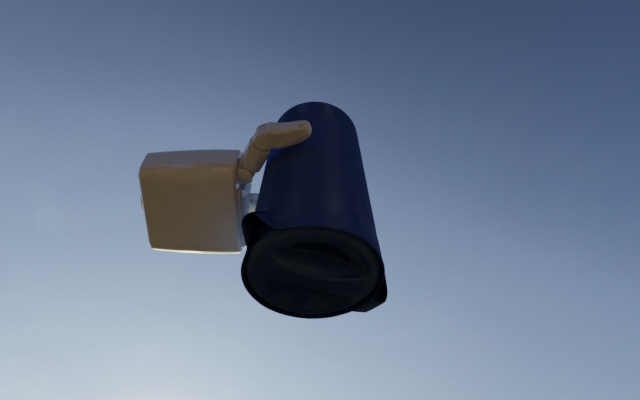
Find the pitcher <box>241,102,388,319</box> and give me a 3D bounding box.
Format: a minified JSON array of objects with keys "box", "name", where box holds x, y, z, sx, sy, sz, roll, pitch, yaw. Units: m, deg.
[{"box":[0.000,0.002,0.531,0.145,0.149,0.242,0,41,0],"name":"pitcher"}]
